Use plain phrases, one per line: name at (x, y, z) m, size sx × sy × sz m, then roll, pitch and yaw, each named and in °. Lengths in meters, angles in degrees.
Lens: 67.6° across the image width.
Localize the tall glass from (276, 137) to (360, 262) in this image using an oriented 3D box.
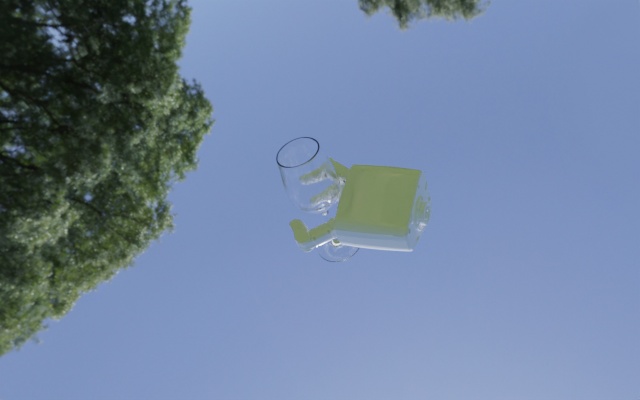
tall glass at (0.000, 0.003, 0.704) m, size 0.079 × 0.079 × 0.201 m, roll 0°, pitch -43°, yaw 25°
